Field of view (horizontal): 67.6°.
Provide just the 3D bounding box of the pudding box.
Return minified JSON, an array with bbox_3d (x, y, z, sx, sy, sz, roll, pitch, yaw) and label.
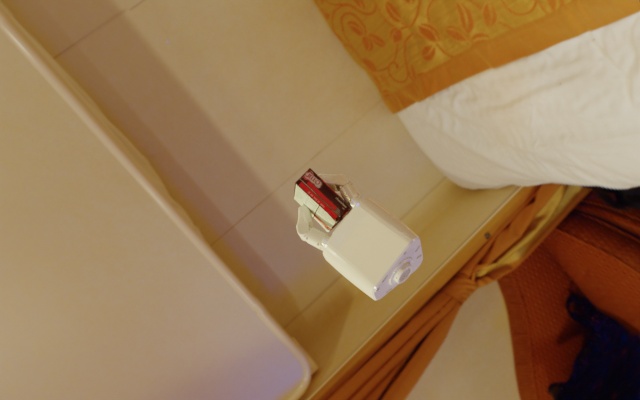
[{"bbox_3d":[0.000,0.003,0.772,0.039,0.090,0.113,-44,-5,-13],"label":"pudding box"}]
